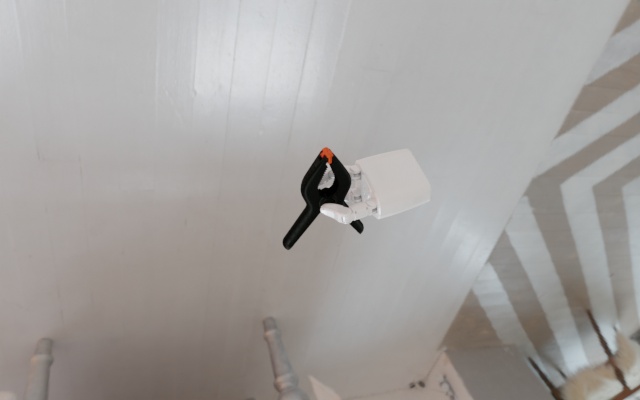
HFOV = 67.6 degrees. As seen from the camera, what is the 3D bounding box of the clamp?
[{"bbox_3d":[0.001,0.003,0.868,0.164,0.210,0.036,-17,41,-13],"label":"clamp"}]
